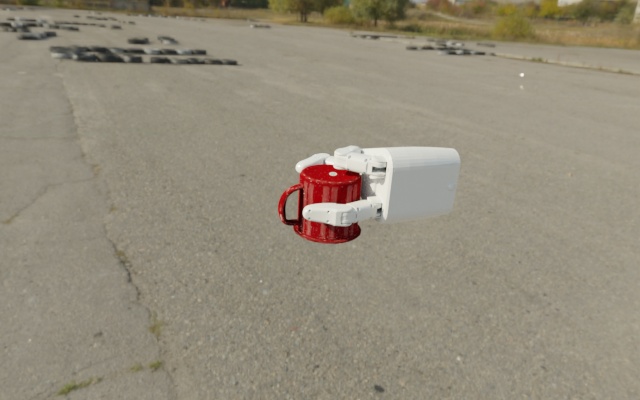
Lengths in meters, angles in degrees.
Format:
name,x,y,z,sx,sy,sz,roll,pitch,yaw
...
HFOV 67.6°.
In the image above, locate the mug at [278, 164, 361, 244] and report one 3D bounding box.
name,x,y,z,sx,sy,sz,roll,pitch,yaw
mug,-0.001,0.002,0.629,0.117,0.081,0.093,-5,23,-21
